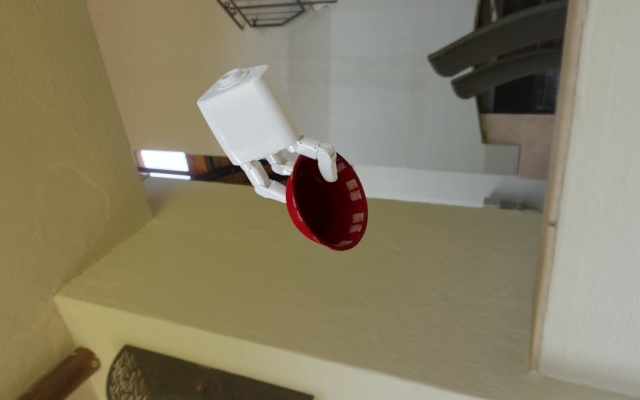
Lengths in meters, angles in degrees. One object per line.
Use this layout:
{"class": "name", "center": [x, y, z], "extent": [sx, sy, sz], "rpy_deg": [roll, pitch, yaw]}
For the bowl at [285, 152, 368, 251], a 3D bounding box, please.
{"class": "bowl", "center": [0.000, 0.004, 0.722], "extent": [0.055, 0.162, 0.162], "rpy_deg": [-22, -15, 41]}
